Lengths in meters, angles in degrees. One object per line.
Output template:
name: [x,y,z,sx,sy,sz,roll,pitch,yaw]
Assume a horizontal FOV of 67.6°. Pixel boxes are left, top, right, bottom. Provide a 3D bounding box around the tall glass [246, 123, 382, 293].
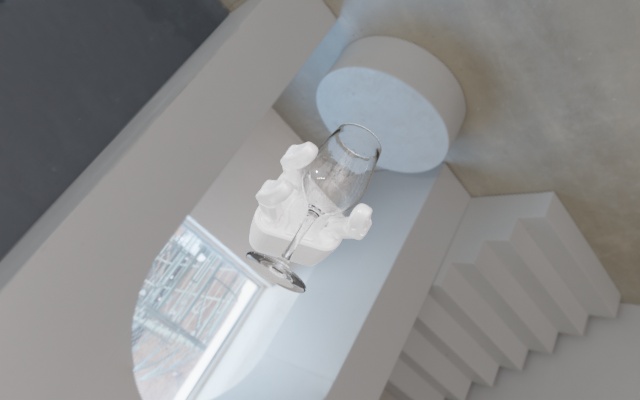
tall glass: [0.000,0.002,0.549,0.079,0.201,0.079,26,-26,14]
